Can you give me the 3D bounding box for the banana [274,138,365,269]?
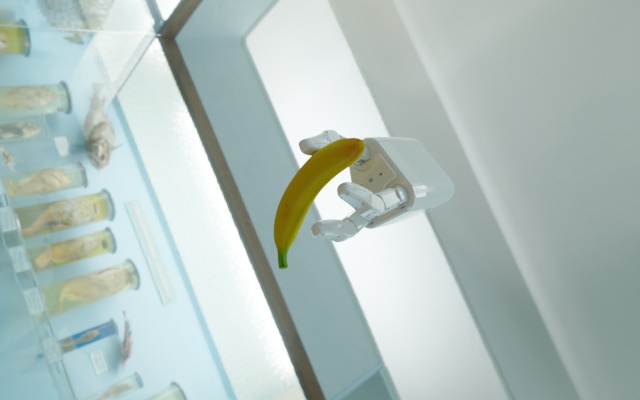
[{"bbox_3d":[-0.011,-0.008,0.568,0.037,0.198,0.069,-1,43,-42],"label":"banana"}]
